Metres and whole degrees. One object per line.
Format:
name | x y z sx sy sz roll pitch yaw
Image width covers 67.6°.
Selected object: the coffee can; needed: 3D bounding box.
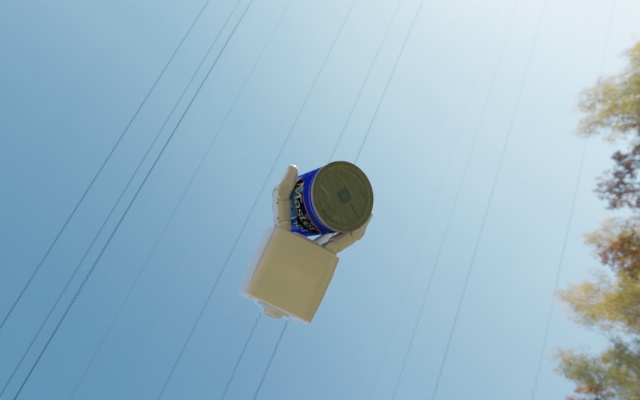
coffee can | 0.000 0.002 0.736 0.103 0.103 0.140 0 -7 -30
